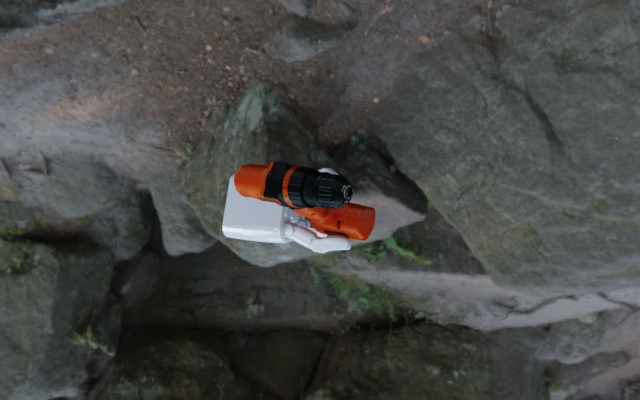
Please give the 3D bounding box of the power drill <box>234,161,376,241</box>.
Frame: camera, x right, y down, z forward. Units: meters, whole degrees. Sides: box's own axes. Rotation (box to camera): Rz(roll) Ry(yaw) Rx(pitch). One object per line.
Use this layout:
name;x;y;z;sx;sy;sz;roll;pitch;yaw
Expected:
power drill;0.000;0.002;0.656;0.184;0.057;0.188;10;-14;38
